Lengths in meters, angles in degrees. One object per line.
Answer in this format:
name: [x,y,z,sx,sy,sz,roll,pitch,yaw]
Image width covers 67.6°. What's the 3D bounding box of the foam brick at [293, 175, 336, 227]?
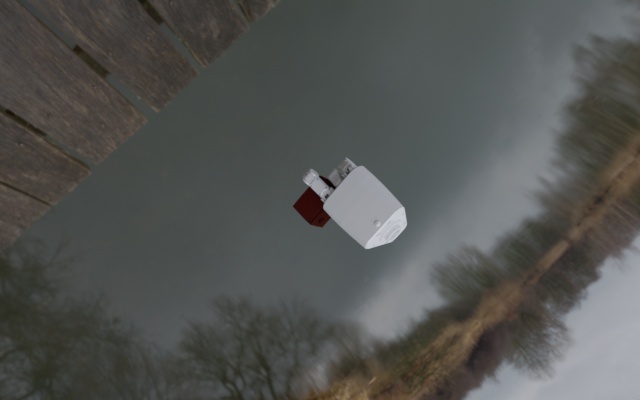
foam brick: [0.000,0.003,0.858,0.051,0.078,0.053,46,11,24]
